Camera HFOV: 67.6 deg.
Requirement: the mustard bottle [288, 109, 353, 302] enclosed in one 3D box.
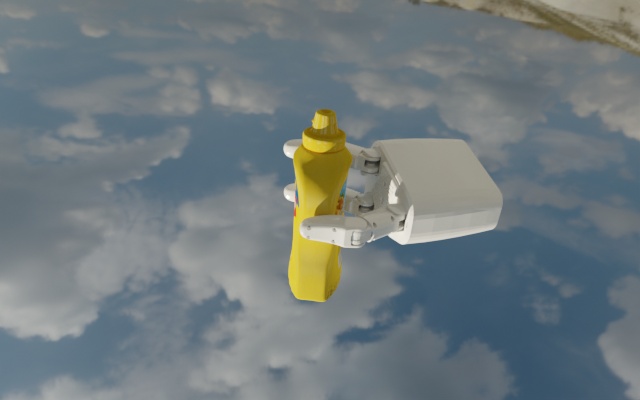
[{"bbox_3d":[0.000,0.002,0.487,0.058,0.192,0.096,7,29,4],"label":"mustard bottle"}]
